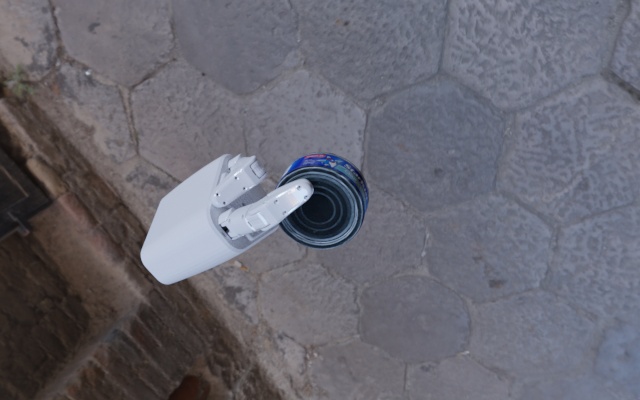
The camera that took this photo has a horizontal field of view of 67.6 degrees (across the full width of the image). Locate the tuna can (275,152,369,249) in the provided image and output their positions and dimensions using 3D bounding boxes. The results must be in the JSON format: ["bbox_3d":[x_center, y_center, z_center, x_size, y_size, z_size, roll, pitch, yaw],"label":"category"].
[{"bbox_3d":[0.000,0.002,0.437,0.086,0.086,0.033,0,26,13],"label":"tuna can"}]
